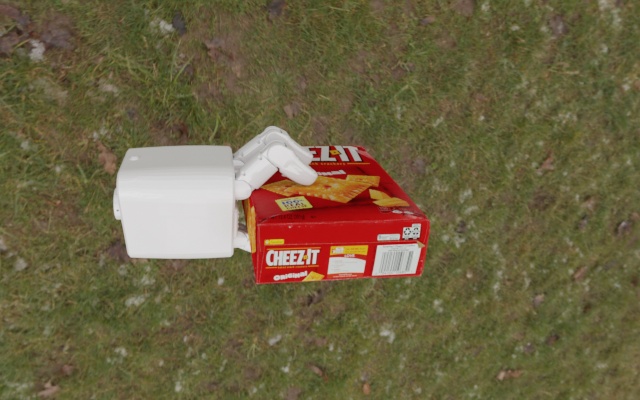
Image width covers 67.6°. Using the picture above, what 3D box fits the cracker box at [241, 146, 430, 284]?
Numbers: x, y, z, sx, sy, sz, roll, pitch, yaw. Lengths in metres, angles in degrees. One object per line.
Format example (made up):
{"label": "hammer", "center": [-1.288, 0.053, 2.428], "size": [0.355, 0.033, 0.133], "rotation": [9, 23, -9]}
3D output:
{"label": "cracker box", "center": [0.000, 0.002, 0.524], "size": [0.164, 0.072, 0.213], "rotation": [-1, 25, -13]}
